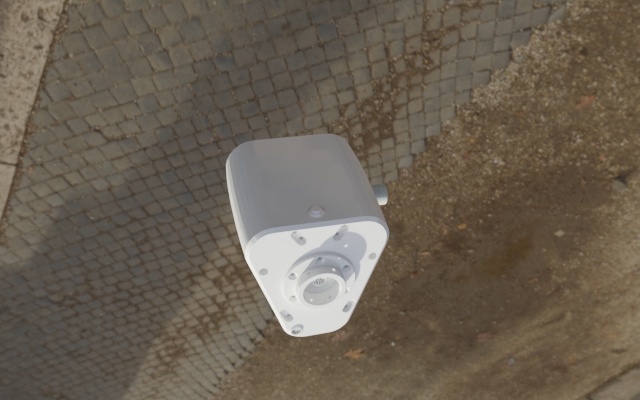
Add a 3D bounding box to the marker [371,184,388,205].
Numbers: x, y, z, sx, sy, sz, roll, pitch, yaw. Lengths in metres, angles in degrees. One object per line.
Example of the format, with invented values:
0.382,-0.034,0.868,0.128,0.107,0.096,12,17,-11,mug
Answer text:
0.000,0.001,0.427,0.121,0.020,0.020,-7,1,-11,marker
